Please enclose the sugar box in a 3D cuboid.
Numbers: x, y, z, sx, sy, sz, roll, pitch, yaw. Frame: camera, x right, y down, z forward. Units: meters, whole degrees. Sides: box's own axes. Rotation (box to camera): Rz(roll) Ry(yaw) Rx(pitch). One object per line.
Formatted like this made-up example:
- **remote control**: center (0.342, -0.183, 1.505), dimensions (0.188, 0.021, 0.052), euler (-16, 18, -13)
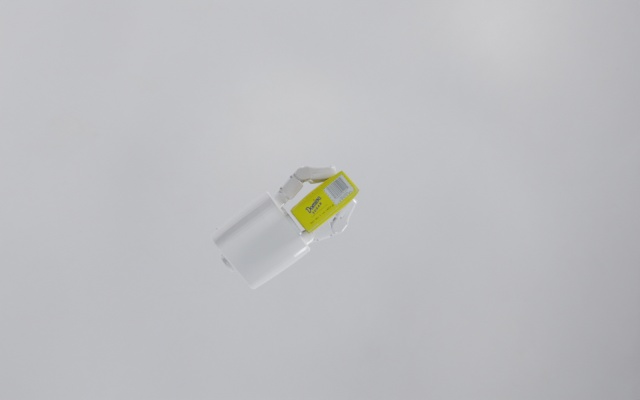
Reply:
- **sugar box**: center (0.000, 0.002, 0.731), dimensions (0.093, 0.048, 0.176), euler (-39, 5, -5)
